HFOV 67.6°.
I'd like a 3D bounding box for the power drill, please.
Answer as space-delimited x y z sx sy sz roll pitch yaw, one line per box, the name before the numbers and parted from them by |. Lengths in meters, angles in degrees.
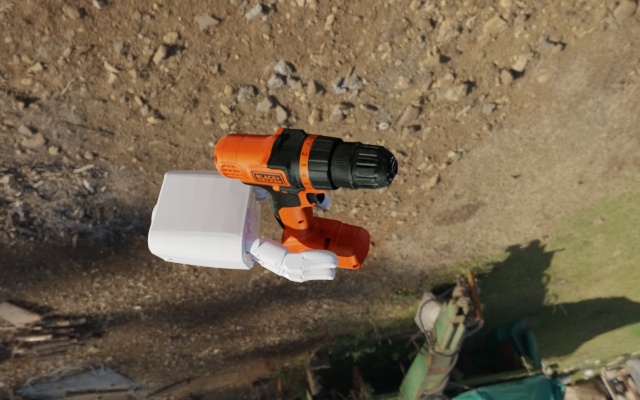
power drill | 0.000 0.002 0.506 0.184 0.057 0.188 8 -35 24
